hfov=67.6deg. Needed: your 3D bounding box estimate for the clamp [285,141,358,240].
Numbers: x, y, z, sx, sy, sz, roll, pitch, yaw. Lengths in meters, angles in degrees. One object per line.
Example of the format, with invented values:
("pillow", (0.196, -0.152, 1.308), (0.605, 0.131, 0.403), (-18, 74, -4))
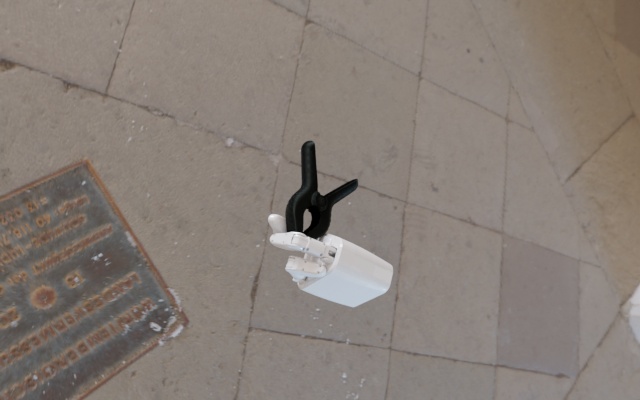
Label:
("clamp", (0.000, 0.002, 0.755), (0.120, 0.171, 0.039), (27, -22, -24))
